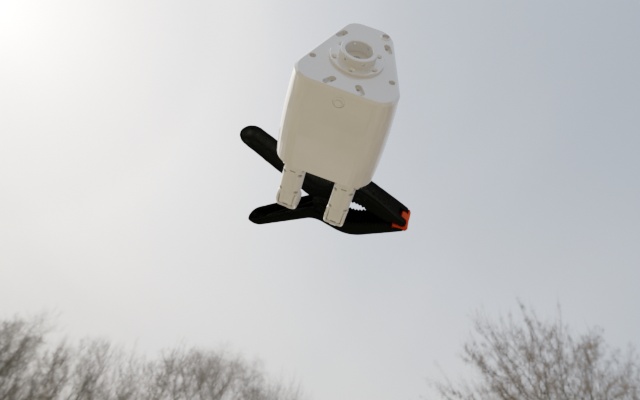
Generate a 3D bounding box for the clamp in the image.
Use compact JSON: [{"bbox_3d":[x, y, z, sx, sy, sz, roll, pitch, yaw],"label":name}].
[{"bbox_3d":[0.001,0.001,0.574,0.210,0.036,0.165,19,-37,2],"label":"clamp"}]
